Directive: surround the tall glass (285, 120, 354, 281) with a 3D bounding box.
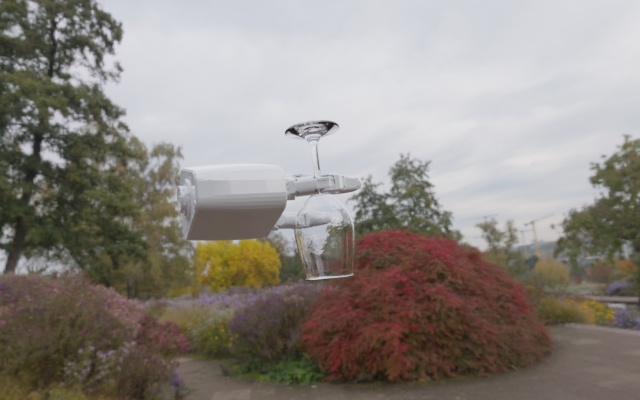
[{"bbox_3d":[0.000,0.001,0.627,0.079,0.201,0.079,-7,-9,-1],"label":"tall glass"}]
